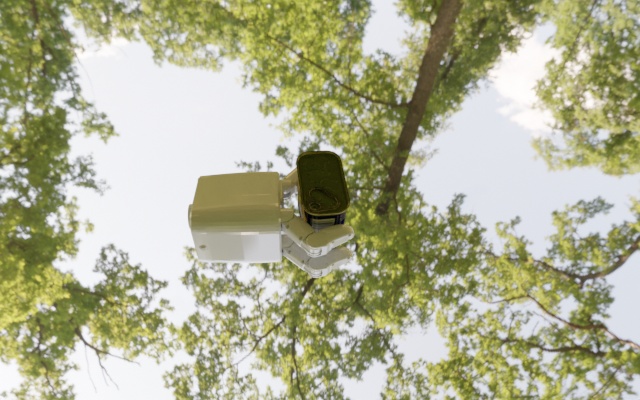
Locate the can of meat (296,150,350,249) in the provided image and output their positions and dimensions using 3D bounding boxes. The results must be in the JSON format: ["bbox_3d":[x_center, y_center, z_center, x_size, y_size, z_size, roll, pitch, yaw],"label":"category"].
[{"bbox_3d":[0.000,0.002,0.607,0.057,0.102,0.084,-4,-39,-7],"label":"can of meat"}]
